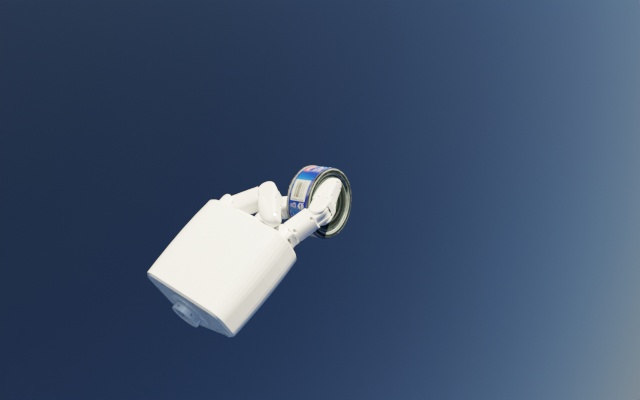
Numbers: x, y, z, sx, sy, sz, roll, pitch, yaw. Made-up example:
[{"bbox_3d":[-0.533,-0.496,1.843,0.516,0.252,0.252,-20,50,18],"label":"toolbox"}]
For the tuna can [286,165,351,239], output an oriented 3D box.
[{"bbox_3d":[0.001,0.002,0.572,0.034,0.086,0.086,9,5,38],"label":"tuna can"}]
